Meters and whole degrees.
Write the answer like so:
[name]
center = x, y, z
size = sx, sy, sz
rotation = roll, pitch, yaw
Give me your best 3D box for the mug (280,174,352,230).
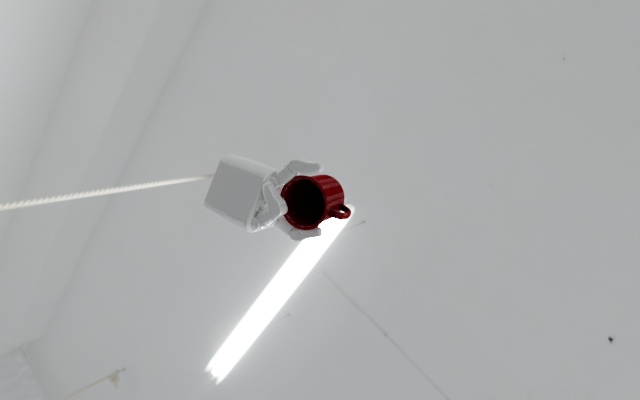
[mug]
center = 0.001, 0.003, 0.818
size = 0.117, 0.093, 0.081
rotation = 22, 18, 24
